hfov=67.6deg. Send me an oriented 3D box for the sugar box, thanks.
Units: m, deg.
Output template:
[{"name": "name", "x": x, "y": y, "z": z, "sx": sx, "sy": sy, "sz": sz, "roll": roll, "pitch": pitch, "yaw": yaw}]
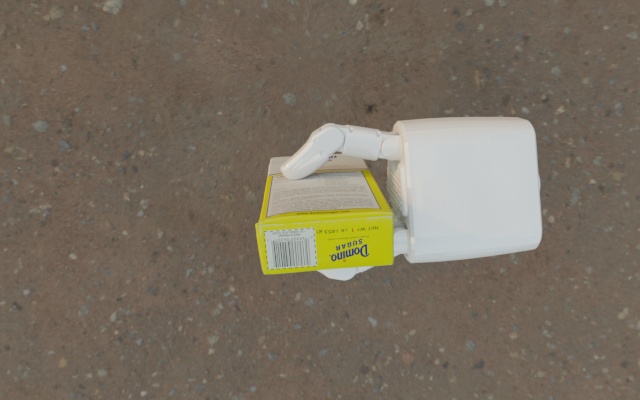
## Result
[{"name": "sugar box", "x": 0.000, "y": 0.002, "z": 0.401, "sx": 0.093, "sy": 0.048, "sz": 0.176, "roll": -3, "pitch": 17, "yaw": -1}]
